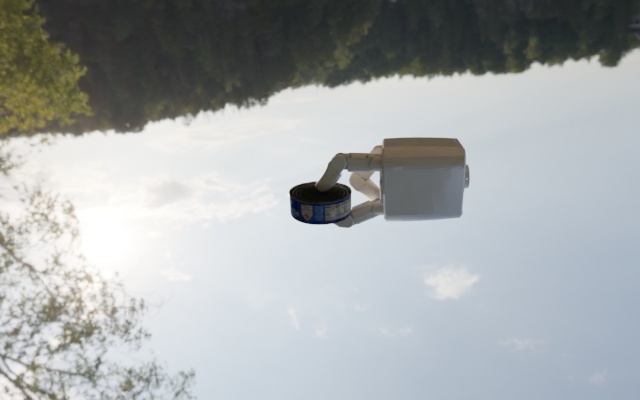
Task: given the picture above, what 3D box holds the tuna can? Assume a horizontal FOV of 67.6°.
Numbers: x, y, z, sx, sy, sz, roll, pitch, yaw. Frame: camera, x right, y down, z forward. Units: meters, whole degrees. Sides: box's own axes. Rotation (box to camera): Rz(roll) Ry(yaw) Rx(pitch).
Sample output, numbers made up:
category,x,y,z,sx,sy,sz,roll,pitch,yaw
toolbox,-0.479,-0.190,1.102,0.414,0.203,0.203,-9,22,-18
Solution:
category,x,y,z,sx,sy,sz,roll,pitch,yaw
tuna can,0.000,0.003,0.657,0.086,0.034,0.086,-1,21,0
